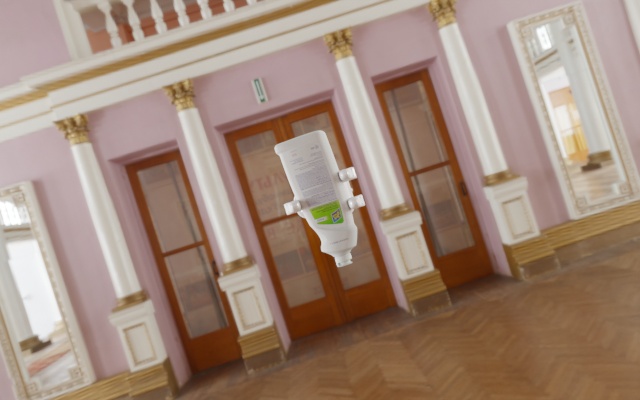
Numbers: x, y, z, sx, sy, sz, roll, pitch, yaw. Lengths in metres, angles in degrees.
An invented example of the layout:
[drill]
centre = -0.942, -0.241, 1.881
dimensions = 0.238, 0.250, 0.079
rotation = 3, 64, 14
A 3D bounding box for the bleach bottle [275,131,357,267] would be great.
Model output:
[bleach bottle]
centre = 0.000, 0.003, 0.894
dimensions = 0.102, 0.251, 0.068
rotation = -18, -1, 12
